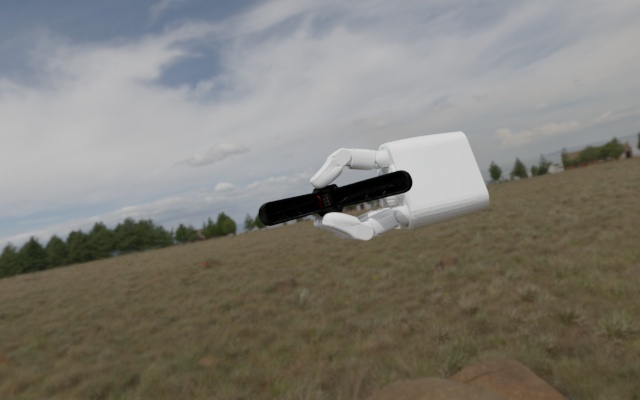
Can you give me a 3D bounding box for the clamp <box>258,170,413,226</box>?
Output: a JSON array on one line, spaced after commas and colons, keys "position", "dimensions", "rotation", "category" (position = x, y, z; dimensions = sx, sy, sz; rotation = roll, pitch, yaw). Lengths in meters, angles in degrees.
[{"position": [0.000, 0.001, 0.580], "dimensions": [0.164, 0.036, 0.210], "rotation": [-13, -1, -12], "category": "clamp"}]
